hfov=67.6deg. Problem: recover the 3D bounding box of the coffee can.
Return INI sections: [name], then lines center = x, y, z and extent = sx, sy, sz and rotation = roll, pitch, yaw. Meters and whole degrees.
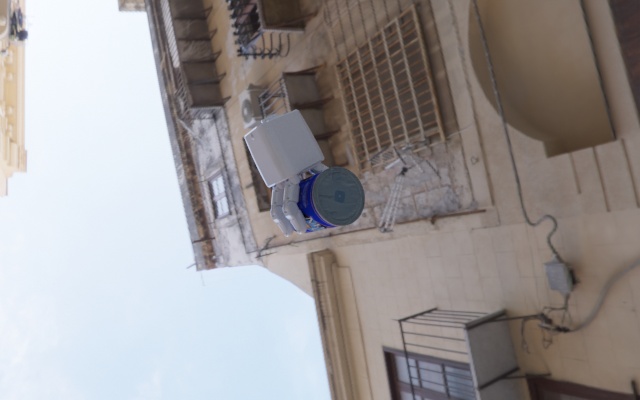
[coffee can]
center = 0.000, 0.003, 0.871
extent = 0.103, 0.103, 0.140
rotation = 0, -9, -29
